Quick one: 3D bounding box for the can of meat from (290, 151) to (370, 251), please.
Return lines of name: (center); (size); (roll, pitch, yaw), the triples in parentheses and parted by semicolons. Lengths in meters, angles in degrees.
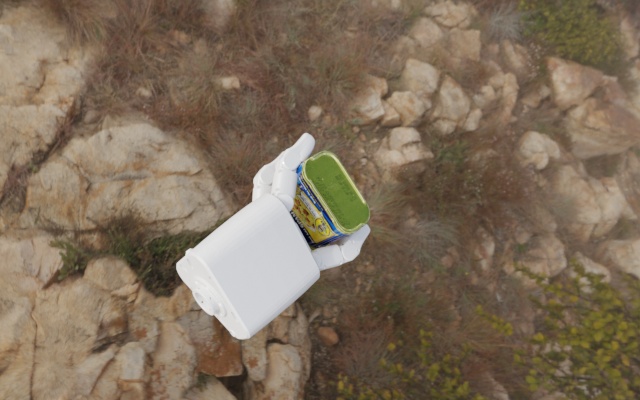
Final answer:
can of meat: (0.000, 0.002, 0.557); (0.057, 0.102, 0.084); (-35, 2, -33)
